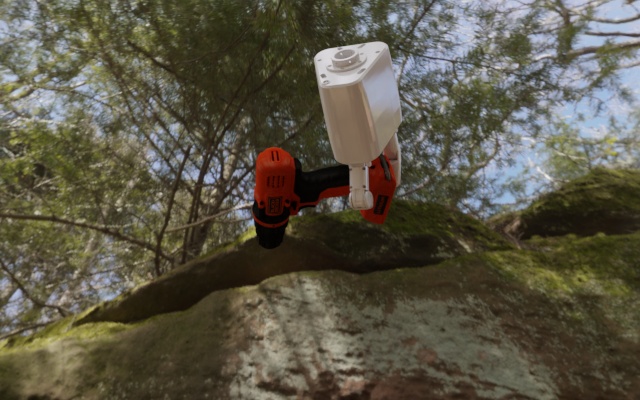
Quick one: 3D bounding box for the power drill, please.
[{"bbox_3d":[0.001,0.002,0.660,0.187,0.057,0.185,-5,-38,-12],"label":"power drill"}]
